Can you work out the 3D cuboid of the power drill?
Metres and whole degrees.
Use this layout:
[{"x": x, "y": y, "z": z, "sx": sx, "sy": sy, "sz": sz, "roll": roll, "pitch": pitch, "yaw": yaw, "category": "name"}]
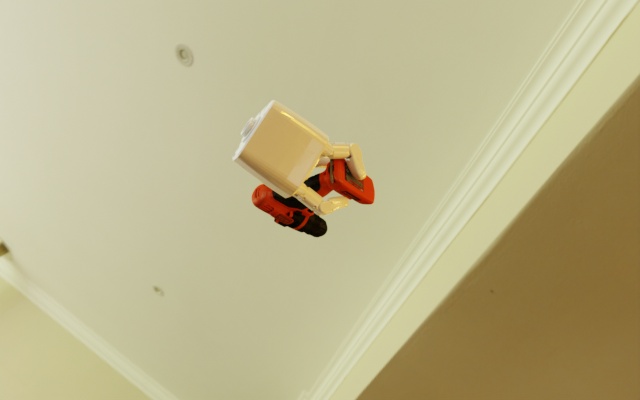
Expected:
[{"x": 0.000, "y": 0.002, "z": 0.850, "sx": 0.188, "sy": 0.057, "sz": 0.184, "roll": -24, "pitch": -37, "yaw": 33, "category": "power drill"}]
